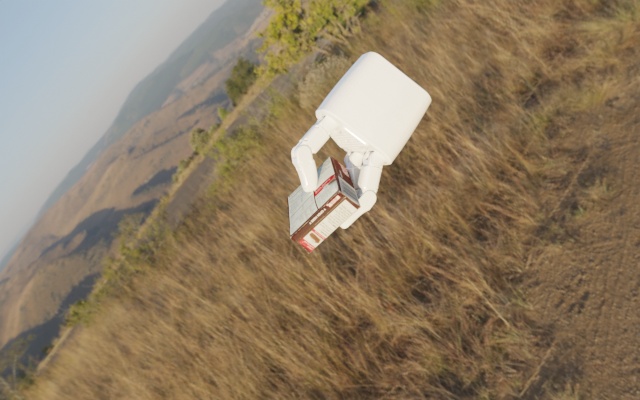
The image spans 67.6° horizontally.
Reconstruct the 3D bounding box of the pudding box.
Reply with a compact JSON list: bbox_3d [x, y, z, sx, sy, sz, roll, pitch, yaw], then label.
[{"bbox_3d":[0.000,0.002,0.617,0.039,0.090,0.113,39,17,-20],"label":"pudding box"}]
